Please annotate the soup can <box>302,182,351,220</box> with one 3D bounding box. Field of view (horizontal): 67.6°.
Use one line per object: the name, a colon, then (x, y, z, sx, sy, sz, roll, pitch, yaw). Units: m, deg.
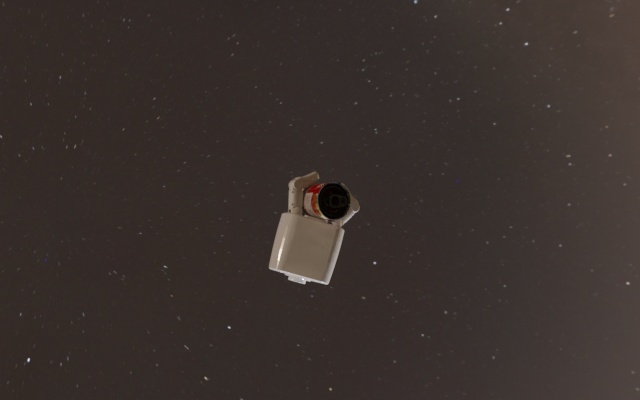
soup can: (0.000, 0.002, 0.881, 0.068, 0.068, 0.102, 0, -2, -29)
